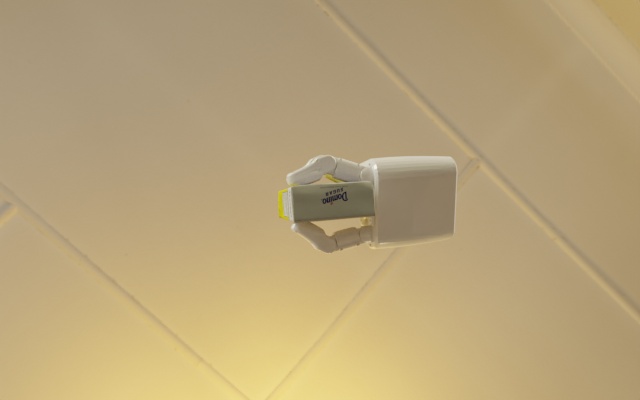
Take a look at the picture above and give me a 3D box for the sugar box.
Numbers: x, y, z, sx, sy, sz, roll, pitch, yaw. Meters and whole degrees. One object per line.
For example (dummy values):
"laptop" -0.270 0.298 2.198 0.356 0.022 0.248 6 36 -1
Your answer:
"sugar box" 0.000 0.001 0.594 0.093 0.048 0.176 -4 -2 -10
